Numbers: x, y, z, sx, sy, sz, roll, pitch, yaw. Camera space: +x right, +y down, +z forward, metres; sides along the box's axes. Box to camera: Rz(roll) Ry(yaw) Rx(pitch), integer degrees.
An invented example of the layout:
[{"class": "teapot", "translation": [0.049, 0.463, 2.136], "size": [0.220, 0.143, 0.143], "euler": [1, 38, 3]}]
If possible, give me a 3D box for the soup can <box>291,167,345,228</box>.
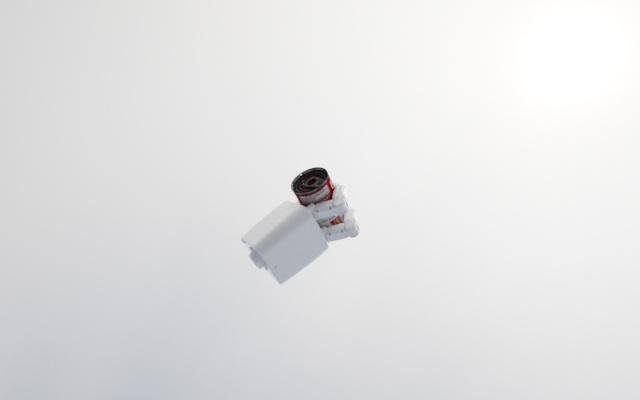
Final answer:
[{"class": "soup can", "translation": [0.001, 0.003, 0.822], "size": [0.068, 0.102, 0.068], "euler": [-17, 36, 13]}]
